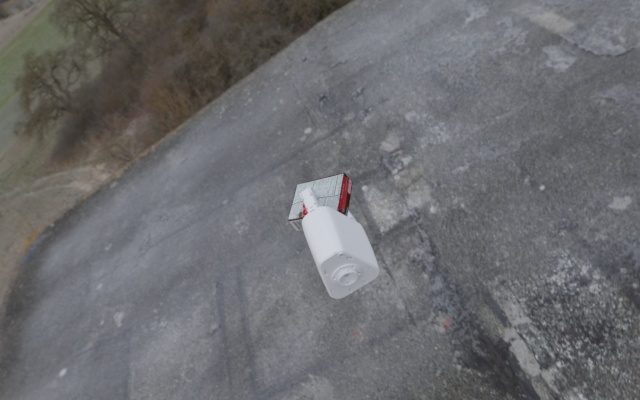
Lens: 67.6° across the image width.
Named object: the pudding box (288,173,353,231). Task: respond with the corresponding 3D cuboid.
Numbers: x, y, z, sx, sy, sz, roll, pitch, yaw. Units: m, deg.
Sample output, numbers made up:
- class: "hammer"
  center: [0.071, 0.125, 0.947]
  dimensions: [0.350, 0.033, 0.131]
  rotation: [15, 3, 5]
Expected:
- class: "pudding box"
  center: [0.000, 0.003, 0.888]
  dimensions: [0.113, 0.090, 0.039]
  rotation: [-11, -42, 29]
